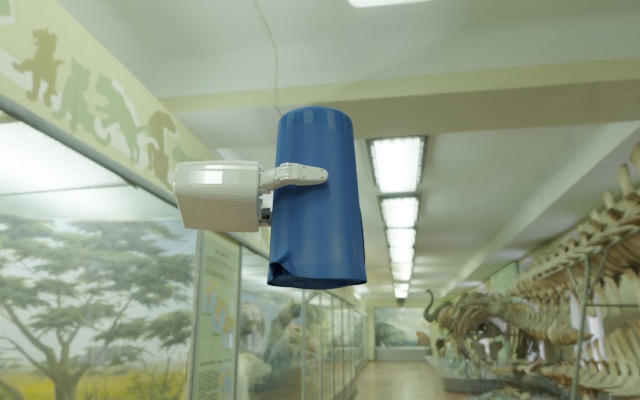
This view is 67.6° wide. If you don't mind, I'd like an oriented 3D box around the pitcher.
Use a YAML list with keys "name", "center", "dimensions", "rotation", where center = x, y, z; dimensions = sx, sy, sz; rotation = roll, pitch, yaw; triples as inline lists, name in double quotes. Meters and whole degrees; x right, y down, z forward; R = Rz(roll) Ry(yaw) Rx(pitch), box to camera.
- name: "pitcher"
  center: [0.000, 0.002, 0.667]
  dimensions: [0.145, 0.242, 0.149]
  rotation: [1, -15, -5]
